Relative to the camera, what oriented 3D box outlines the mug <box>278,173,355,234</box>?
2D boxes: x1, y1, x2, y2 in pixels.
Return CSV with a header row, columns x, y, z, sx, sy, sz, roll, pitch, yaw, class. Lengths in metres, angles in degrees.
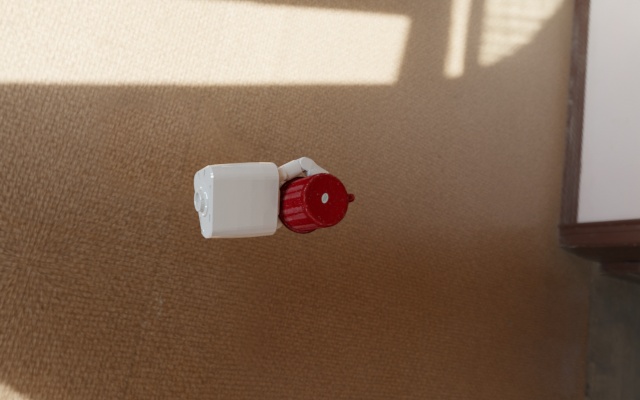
x,y,z,sx,sy,sz,roll,pitch,yaw,class
0.001,0.002,0.741,0.117,0.093,0.081,-3,-5,-30,mug
